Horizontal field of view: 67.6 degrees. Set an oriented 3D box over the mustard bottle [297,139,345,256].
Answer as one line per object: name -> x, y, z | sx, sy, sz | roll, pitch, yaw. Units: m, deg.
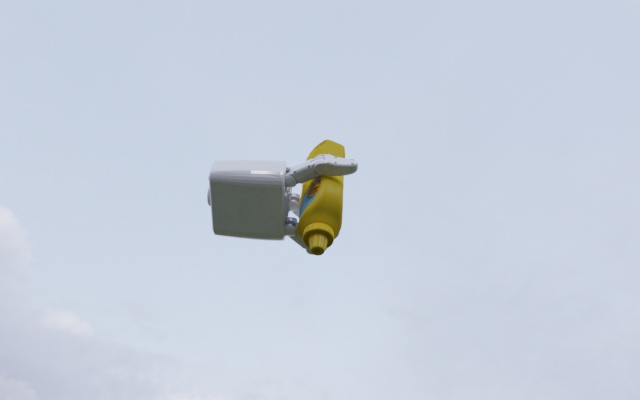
mustard bottle -> 0.000, 0.002, 0.681 | 0.058, 0.096, 0.191 | 21, 39, -14
